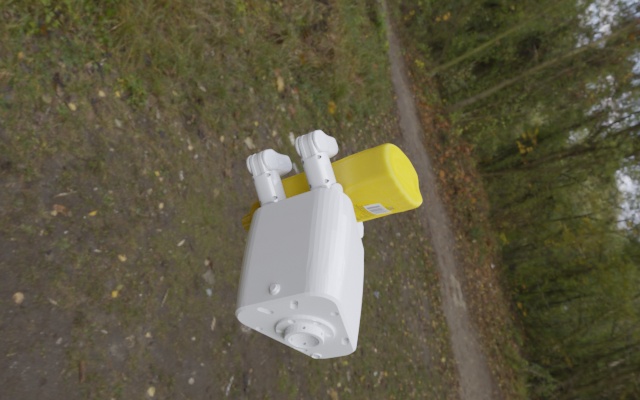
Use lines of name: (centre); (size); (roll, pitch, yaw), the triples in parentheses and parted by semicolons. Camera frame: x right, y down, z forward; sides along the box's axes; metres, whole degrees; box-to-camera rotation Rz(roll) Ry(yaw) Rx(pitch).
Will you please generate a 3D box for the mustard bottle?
mustard bottle: (0.000, 0.001, 0.494); (0.191, 0.058, 0.096); (-17, -22, 24)
